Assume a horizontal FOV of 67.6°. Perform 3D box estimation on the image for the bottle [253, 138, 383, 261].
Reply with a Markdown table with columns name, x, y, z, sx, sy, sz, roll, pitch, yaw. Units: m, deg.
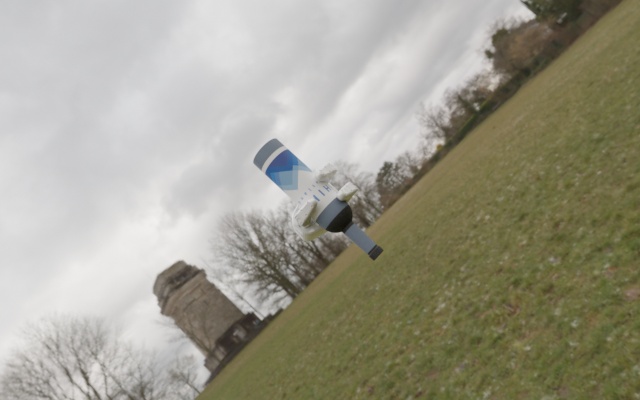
| name | x | y | z | sx | sy | sz | roll | pitch | yaw |
| --- | --- | --- | --- | --- | --- | --- | --- | --- | --- |
| bottle | 0.000 | 0.003 | 0.900 | 0.295 | 0.069 | 0.069 | 43 | 8 | 9 |
